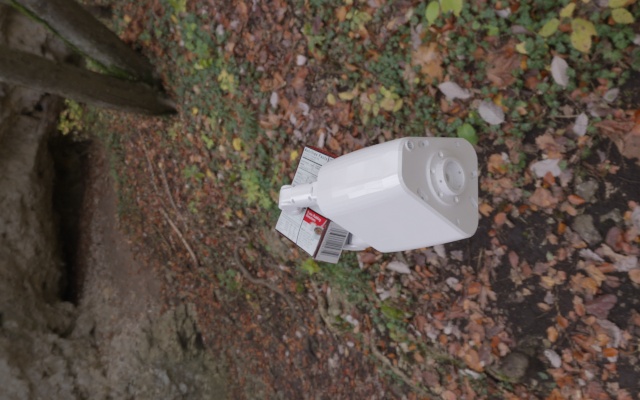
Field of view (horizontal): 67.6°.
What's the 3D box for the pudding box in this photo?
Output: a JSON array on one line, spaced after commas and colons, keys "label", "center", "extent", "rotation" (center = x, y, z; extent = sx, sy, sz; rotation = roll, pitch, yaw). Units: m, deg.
[{"label": "pudding box", "center": [0.000, 0.002, 0.540], "extent": [0.039, 0.113, 0.090], "rotation": [17, 8, -38]}]
